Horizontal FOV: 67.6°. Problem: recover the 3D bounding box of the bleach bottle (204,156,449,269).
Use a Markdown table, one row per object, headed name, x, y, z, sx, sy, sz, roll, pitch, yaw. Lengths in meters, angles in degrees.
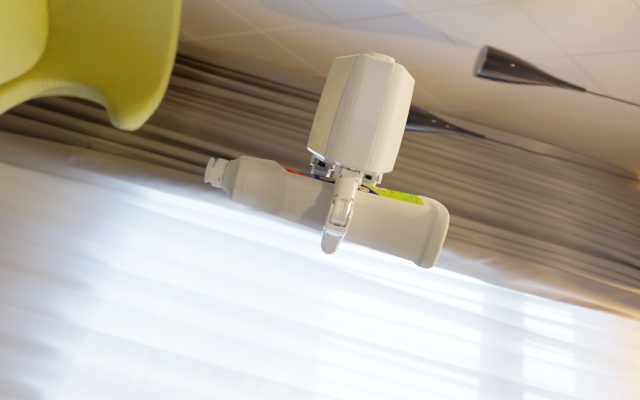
| name | x | y | z | sx | sy | sz | roll | pitch | yaw |
| --- | --- | --- | --- | --- | --- | --- | --- | --- | --- |
| bleach bottle | 0.000 | 0.002 | 0.509 | 0.251 | 0.068 | 0.102 | 15 | 10 | -1 |
